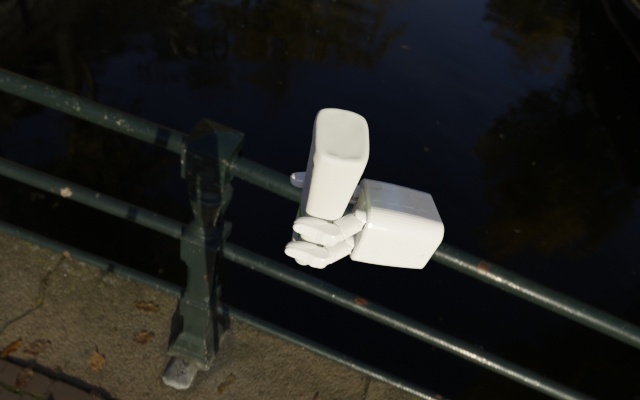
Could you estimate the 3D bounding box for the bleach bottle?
[{"bbox_3d":[0.000,0.002,0.657,0.068,0.102,0.251,9,-41,-8],"label":"bleach bottle"}]
